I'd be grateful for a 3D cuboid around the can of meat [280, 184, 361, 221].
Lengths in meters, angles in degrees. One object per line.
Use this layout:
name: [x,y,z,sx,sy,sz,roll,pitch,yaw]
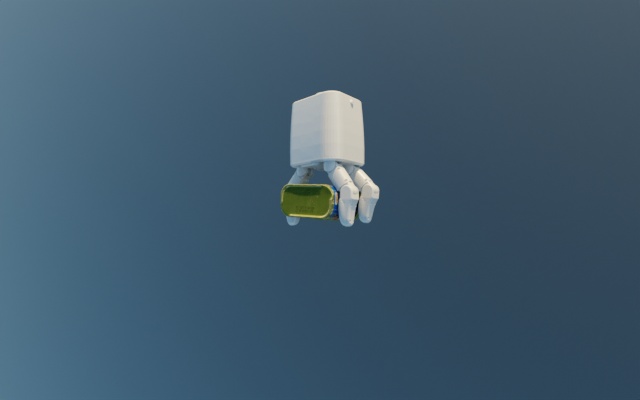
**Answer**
can of meat: [0.000,0.002,0.748,0.102,0.057,0.084,2,-2,34]
